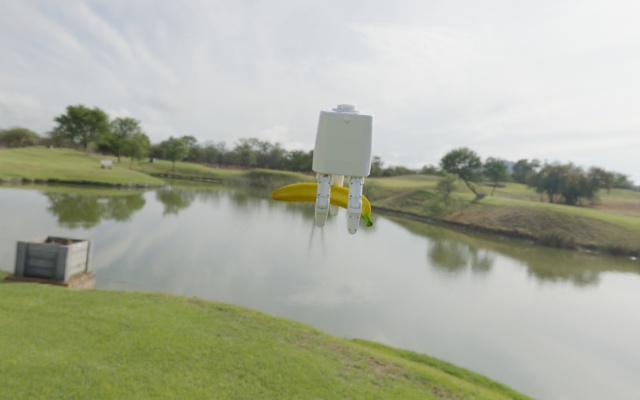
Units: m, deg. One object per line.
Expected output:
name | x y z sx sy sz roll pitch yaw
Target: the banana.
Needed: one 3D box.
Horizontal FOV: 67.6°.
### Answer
banana | 0.010 -0.005 0.878 0.198 0.037 0.069 14 31 17
